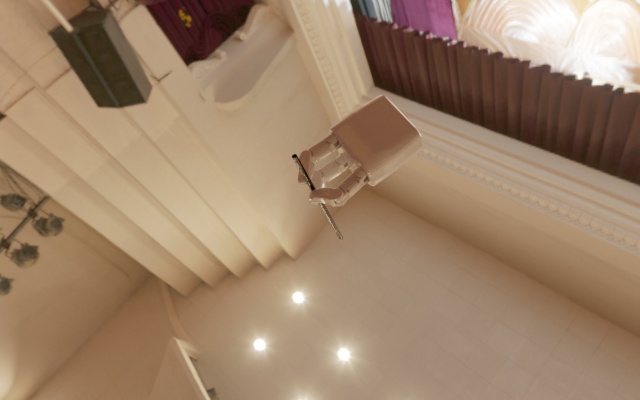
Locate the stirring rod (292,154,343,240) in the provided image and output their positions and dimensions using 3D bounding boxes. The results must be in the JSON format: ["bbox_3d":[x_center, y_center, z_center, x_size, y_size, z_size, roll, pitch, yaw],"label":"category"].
[{"bbox_3d":[0.000,0.002,0.784,0.011,0.011,0.240,0,-34,22],"label":"stirring rod"}]
